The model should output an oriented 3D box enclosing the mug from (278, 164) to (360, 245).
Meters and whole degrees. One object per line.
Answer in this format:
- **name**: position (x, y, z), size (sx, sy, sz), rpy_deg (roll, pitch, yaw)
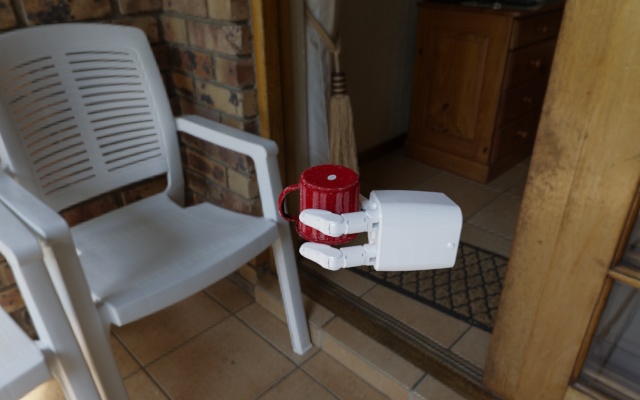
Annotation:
- **mug**: position (-0.001, 0.002, 0.656), size (0.117, 0.081, 0.093), rpy_deg (0, 29, -3)
